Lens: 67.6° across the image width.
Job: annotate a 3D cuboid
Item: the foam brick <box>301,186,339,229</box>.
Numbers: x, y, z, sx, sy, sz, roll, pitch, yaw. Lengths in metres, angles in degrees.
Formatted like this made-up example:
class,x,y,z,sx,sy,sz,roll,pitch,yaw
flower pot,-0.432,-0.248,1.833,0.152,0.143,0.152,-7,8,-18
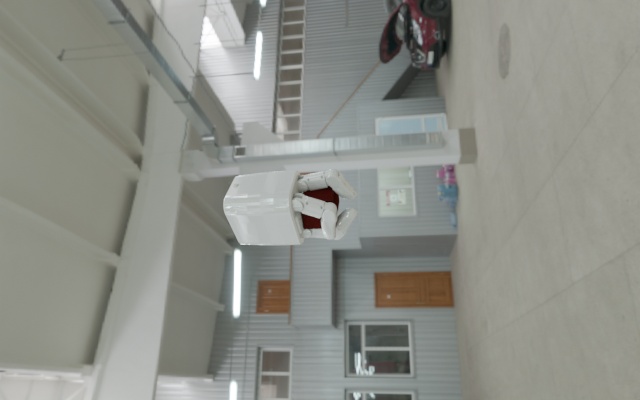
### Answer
class,x,y,z,sx,sy,sz,roll,pitch,yaw
foam brick,0.000,0.002,0.768,0.051,0.053,0.078,-3,32,9
